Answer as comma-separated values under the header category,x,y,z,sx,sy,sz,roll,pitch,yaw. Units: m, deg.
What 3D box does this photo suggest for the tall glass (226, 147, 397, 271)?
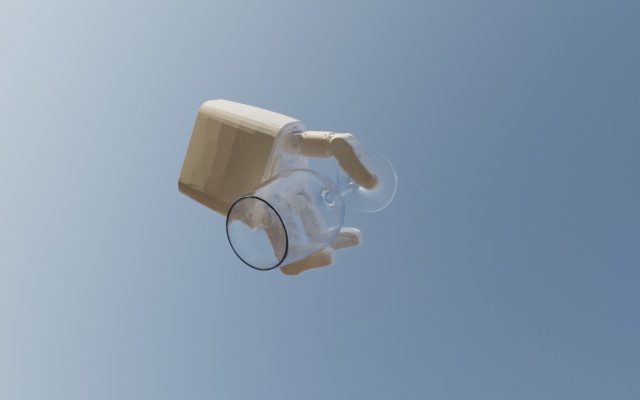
category,x,y,z,sx,sy,sz,roll,pitch,yaw
tall glass,0.001,0.001,0.453,0.079,0.079,0.201,0,14,31
